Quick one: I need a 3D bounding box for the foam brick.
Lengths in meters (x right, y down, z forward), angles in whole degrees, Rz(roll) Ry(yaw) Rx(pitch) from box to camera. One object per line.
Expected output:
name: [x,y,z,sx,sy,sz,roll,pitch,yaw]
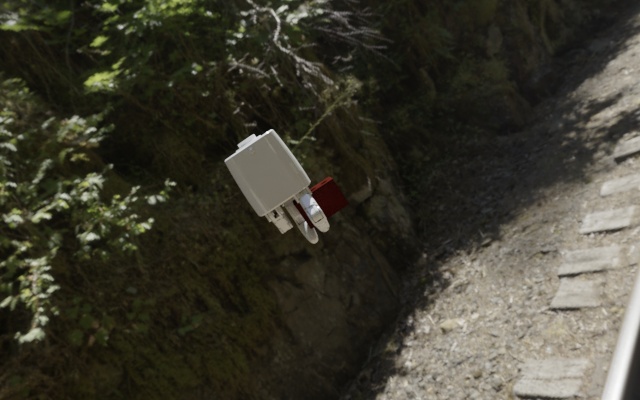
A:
foam brick: [0.000,0.003,0.794,0.078,0.051,0.053,-33,8,-1]
